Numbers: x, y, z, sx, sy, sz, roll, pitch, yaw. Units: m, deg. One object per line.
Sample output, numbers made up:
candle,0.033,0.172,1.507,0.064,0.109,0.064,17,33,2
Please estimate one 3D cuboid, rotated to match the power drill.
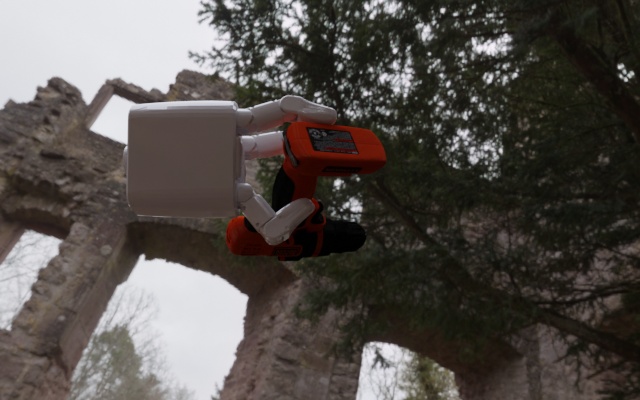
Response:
power drill,0.000,0.001,0.545,0.184,0.057,0.188,1,-42,-28
